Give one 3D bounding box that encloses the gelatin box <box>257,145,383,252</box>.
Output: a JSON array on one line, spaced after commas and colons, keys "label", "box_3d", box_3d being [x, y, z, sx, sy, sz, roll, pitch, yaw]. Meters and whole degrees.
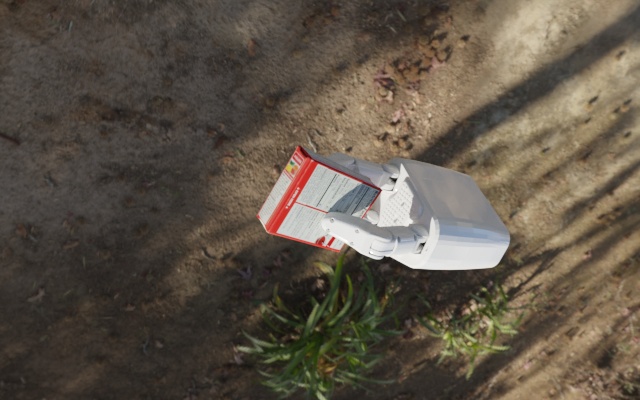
[{"label": "gelatin box", "box_3d": [0.000, 0.002, 0.419, 0.089, 0.073, 0.030, 19, 20, -40]}]
